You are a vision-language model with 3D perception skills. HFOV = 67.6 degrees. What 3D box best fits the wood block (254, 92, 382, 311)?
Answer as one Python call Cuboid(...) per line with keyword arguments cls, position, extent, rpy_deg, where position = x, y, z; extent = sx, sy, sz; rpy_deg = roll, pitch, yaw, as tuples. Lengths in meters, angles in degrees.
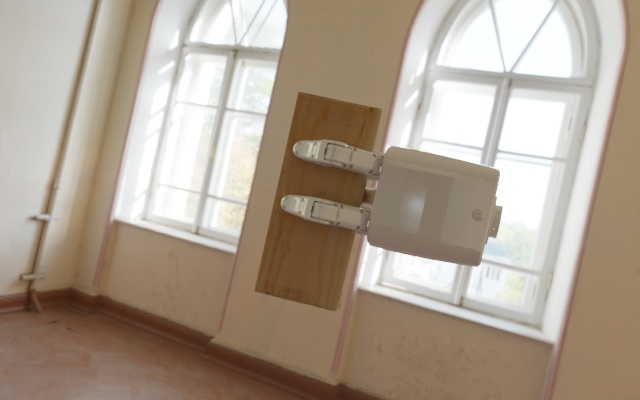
Cuboid(cls="wood block", position=(0.001, 0.002, 0.520), extent=(0.090, 0.206, 0.091), rpy_deg=(13, 0, 5))
